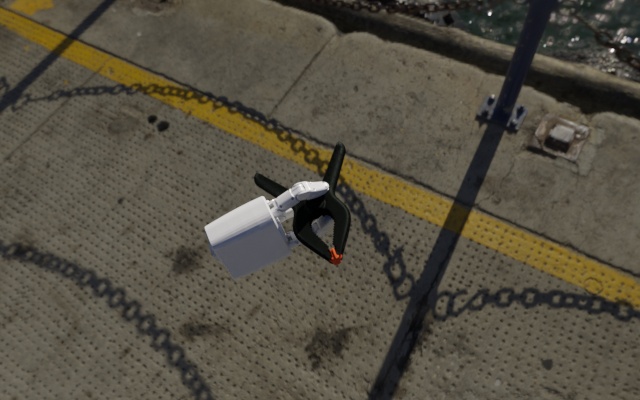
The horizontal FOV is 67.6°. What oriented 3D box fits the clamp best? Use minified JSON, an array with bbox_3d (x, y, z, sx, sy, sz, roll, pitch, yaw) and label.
[{"bbox_3d":[0.000,0.003,0.776,0.164,0.210,0.036,-28,-28,-2],"label":"clamp"}]
